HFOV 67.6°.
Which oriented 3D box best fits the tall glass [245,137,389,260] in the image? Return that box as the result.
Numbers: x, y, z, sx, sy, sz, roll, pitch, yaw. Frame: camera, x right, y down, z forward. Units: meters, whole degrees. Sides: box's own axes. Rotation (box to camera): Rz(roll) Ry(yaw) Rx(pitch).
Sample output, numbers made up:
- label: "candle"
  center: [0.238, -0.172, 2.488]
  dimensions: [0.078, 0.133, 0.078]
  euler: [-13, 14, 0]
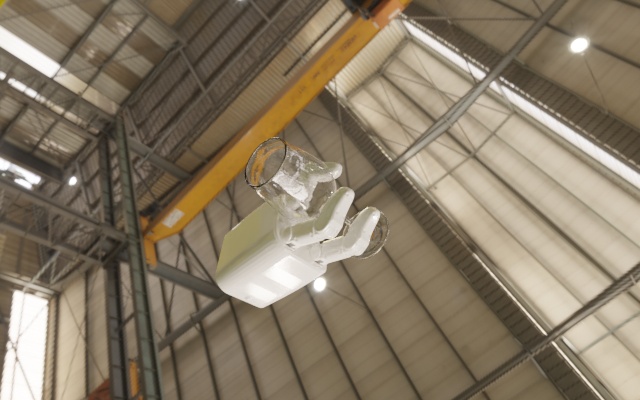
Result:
- label: "tall glass"
  center: [0.001, 0.002, 0.580]
  dimensions: [0.079, 0.079, 0.201]
  euler: [0, -26, 42]
